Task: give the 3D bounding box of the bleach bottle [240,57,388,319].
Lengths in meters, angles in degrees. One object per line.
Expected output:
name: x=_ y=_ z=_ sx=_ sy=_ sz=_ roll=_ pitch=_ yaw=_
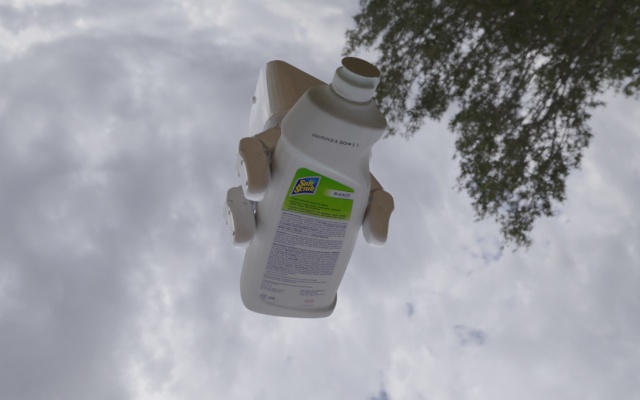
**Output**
bleach bottle: x=0.000 y=0.001 z=0.406 sx=0.102 sy=0.251 sz=0.068 roll=7 pitch=41 yaw=-17
